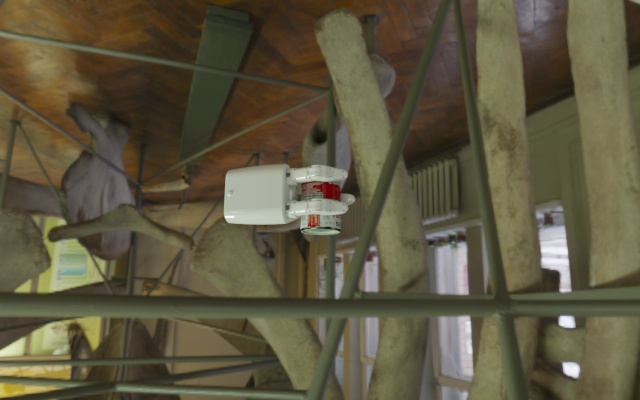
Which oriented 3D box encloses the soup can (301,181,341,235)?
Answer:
[{"bbox_3d":[0.001,0.003,0.797,0.068,0.102,0.068,0,-12,0],"label":"soup can"}]
